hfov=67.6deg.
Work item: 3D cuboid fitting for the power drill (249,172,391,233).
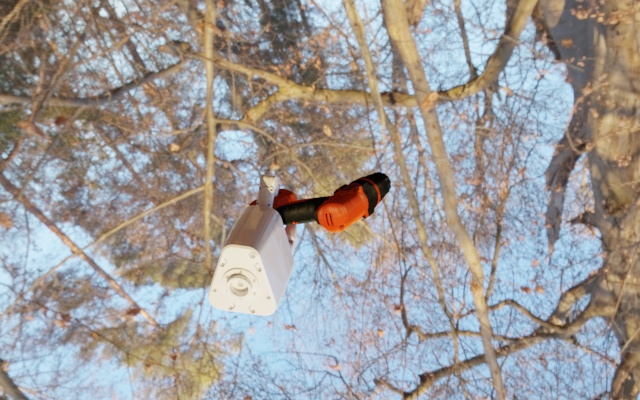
[{"bbox_3d":[0.000,0.003,0.733,0.187,0.057,0.184,-8,12,33],"label":"power drill"}]
